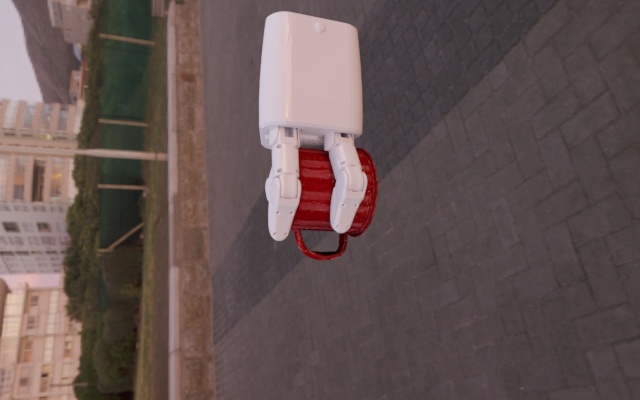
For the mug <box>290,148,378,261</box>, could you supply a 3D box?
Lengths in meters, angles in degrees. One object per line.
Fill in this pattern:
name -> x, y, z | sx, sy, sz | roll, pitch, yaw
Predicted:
mug -> 0.000, 0.003, 0.481 | 0.081, 0.117, 0.093 | 3, -7, -22
